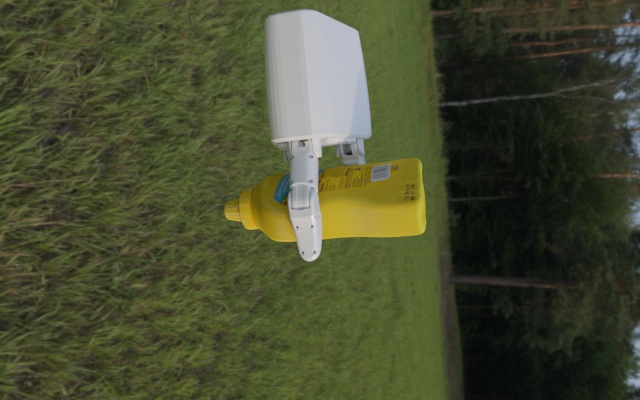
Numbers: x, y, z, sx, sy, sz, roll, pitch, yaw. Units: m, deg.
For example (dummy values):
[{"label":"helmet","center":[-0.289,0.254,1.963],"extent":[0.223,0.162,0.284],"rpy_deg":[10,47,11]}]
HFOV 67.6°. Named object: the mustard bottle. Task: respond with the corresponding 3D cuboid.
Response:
[{"label":"mustard bottle","center":[0.000,0.002,0.451],"extent":[0.191,0.058,0.096],"rpy_deg":[-5,28,13]}]
